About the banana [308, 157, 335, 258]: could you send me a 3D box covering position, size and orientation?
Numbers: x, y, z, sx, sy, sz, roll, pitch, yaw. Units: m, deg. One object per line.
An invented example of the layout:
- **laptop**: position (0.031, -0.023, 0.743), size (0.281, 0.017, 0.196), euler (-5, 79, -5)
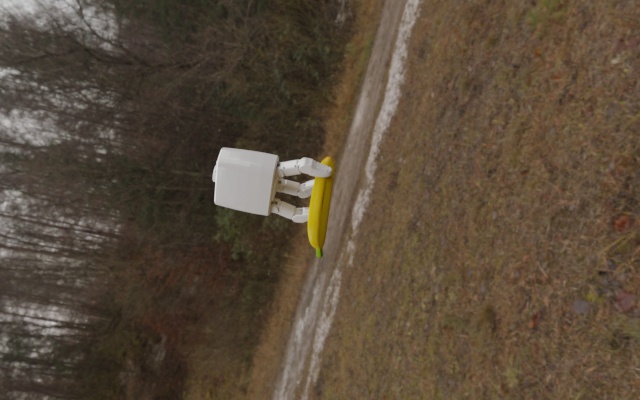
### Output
- **banana**: position (0.000, 0.001, 0.876), size (0.037, 0.197, 0.070), euler (8, -16, 0)
